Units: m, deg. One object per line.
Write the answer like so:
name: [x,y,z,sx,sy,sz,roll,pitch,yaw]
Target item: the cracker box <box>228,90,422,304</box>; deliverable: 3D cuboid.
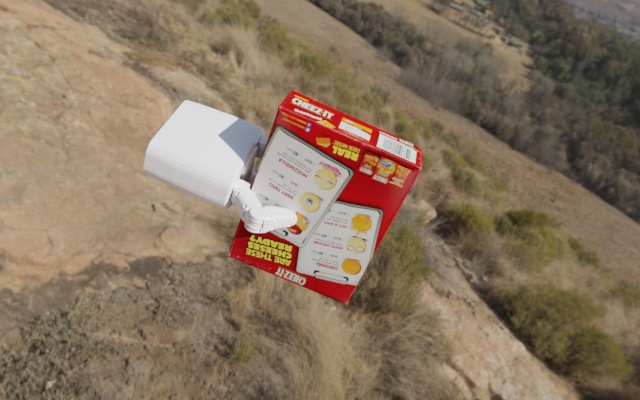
cracker box: [0.000,0.002,0.570,0.164,0.214,0.072,23,32,-1]
